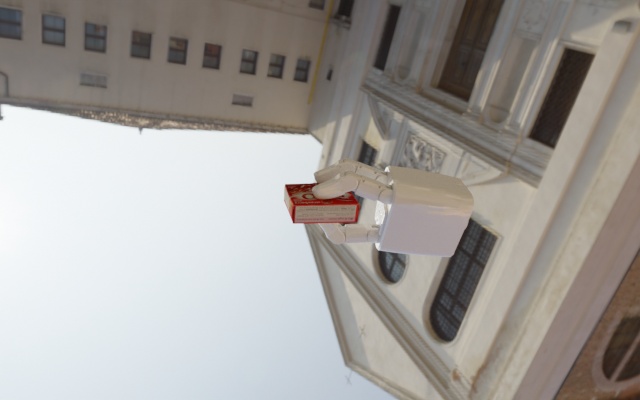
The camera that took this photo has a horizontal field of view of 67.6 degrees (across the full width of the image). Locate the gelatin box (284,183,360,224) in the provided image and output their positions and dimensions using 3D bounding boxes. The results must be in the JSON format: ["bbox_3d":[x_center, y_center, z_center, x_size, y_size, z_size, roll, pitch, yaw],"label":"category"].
[{"bbox_3d":[0.000,0.003,0.638,0.089,0.030,0.073,-1,24,-13],"label":"gelatin box"}]
